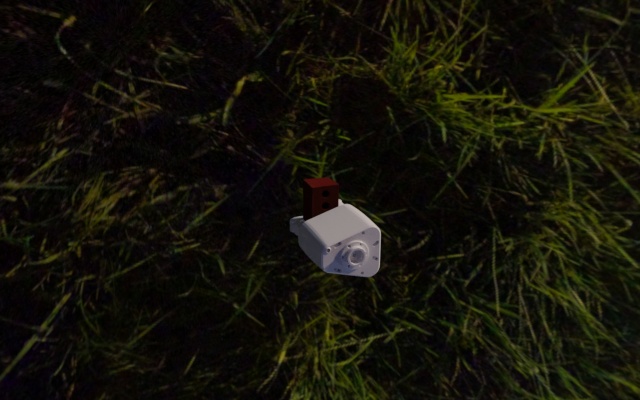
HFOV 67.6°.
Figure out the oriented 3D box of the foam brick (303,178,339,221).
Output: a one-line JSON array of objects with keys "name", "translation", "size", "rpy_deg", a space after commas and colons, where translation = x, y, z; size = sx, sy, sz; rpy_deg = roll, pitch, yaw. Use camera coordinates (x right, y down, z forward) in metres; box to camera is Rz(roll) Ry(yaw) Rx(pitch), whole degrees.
[{"name": "foam brick", "translation": [0.000, 0.003, 0.858], "size": [0.053, 0.078, 0.051], "rpy_deg": [-7, 19, -19]}]
